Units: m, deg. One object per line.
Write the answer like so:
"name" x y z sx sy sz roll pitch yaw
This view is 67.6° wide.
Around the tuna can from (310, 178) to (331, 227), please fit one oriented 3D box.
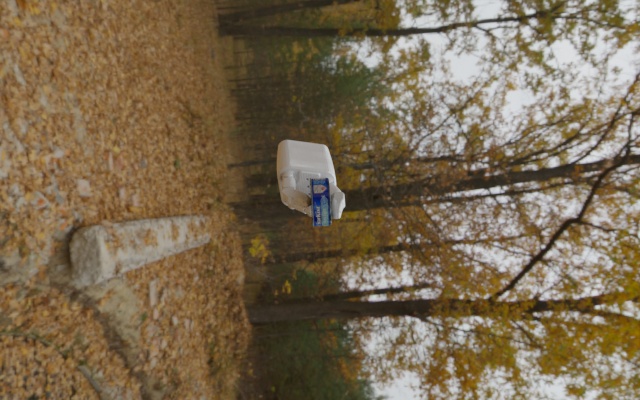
"tuna can" 0.001 0.003 0.839 0.034 0.086 0.086 -3 0 -1
